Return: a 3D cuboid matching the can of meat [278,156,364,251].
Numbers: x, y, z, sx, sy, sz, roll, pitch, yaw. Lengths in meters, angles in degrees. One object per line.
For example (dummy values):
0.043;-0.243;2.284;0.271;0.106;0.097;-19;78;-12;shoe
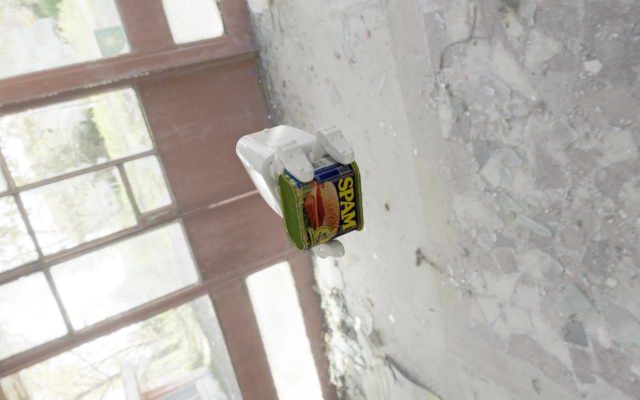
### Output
0.000;0.002;0.570;0.084;0.102;0.057;-20;32;-22;can of meat
